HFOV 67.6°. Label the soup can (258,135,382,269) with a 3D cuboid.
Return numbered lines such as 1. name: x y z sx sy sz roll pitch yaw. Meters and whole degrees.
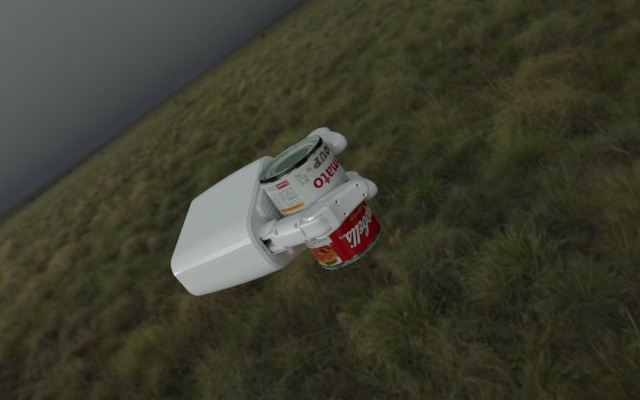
1. soup can: 0.000 0.001 0.428 0.068 0.102 0.068 -31 20 12
